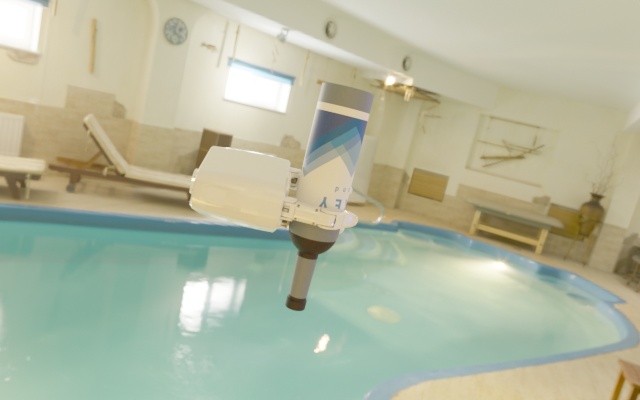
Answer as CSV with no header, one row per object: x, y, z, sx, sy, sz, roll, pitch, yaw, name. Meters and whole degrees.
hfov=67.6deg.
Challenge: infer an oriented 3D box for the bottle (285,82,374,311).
0.000,0.002,0.617,0.069,0.296,0.069,13,10,-2,bottle
